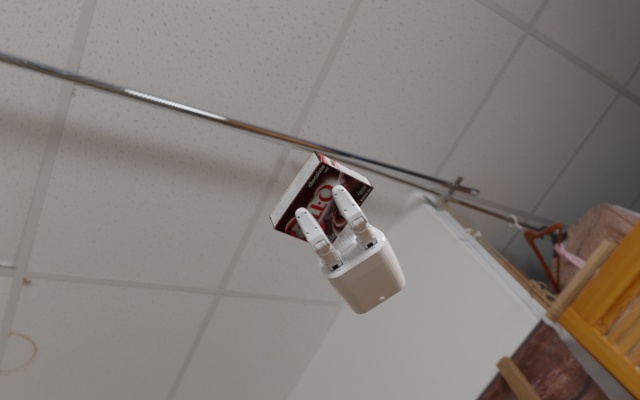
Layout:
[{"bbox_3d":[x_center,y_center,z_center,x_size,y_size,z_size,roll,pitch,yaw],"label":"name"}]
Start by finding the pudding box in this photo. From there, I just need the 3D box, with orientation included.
[{"bbox_3d":[0.000,0.002,0.625,0.090,0.113,0.039,24,19,-32],"label":"pudding box"}]
